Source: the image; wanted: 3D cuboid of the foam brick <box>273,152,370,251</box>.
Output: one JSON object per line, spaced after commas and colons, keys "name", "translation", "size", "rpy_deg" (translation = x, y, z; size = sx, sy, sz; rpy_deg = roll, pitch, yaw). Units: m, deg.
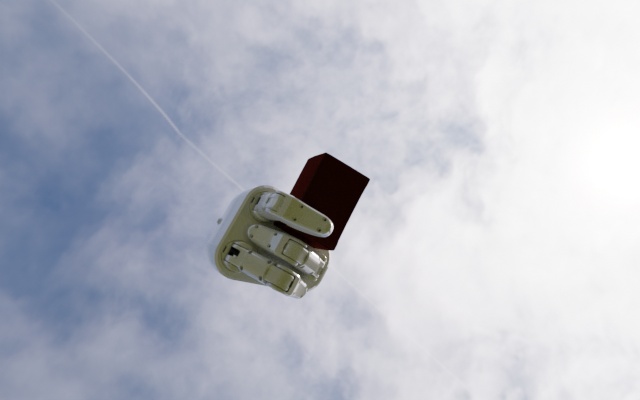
{"name": "foam brick", "translation": [0.000, 0.001, 0.456], "size": [0.053, 0.078, 0.051], "rpy_deg": [32, -12, -16]}
